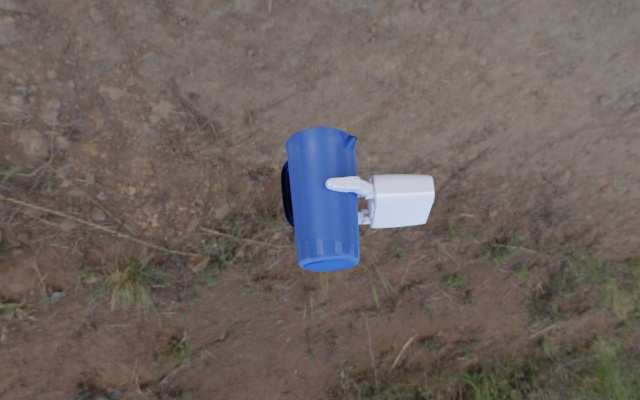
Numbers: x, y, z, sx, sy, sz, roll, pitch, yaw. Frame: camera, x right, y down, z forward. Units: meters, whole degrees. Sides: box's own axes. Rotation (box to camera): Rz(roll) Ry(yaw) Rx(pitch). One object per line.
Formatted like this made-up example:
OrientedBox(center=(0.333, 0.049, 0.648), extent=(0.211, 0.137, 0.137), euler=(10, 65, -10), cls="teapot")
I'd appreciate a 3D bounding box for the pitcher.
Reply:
OrientedBox(center=(0.000, 0.003, 0.872), extent=(0.145, 0.242, 0.149), euler=(-2, -19, -3), cls="pitcher")
